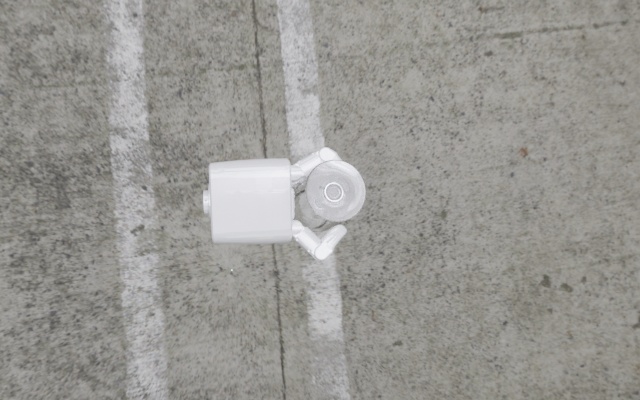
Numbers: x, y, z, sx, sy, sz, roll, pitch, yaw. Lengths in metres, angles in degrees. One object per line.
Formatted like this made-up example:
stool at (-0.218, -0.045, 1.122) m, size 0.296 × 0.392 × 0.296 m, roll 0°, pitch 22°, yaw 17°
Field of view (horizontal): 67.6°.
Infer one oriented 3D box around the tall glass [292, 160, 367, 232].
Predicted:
tall glass at (0.000, 0.002, 0.658) m, size 0.079 × 0.079 × 0.201 m, roll 0°, pitch -8°, yaw -10°
